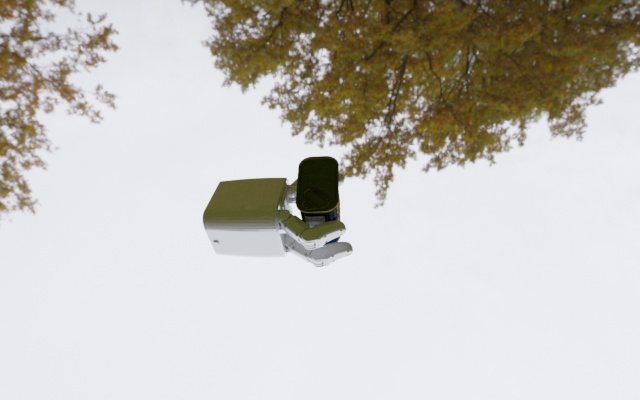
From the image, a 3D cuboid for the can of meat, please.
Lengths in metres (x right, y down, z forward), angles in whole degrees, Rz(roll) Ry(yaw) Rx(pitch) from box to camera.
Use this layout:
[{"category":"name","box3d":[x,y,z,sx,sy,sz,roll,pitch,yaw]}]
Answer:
[{"category":"can of meat","box3d":[0.000,0.002,0.678,0.057,0.102,0.084,-3,-40,5]}]
